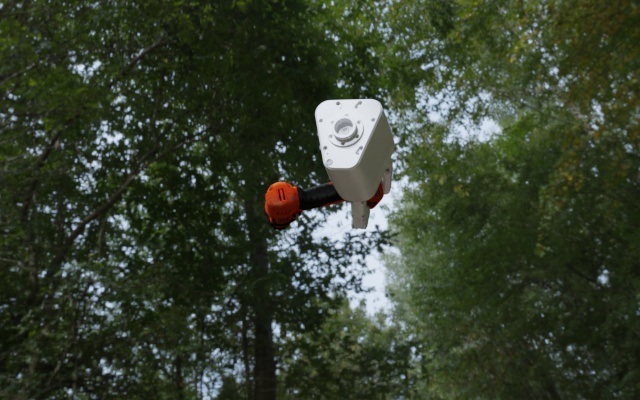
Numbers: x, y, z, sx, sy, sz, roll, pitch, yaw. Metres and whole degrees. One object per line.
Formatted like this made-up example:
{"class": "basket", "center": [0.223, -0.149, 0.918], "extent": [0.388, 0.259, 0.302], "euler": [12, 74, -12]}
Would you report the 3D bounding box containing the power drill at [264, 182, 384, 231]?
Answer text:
{"class": "power drill", "center": [0.001, 0.002, 0.786], "extent": [0.187, 0.057, 0.184], "euler": [-13, -11, -9]}
